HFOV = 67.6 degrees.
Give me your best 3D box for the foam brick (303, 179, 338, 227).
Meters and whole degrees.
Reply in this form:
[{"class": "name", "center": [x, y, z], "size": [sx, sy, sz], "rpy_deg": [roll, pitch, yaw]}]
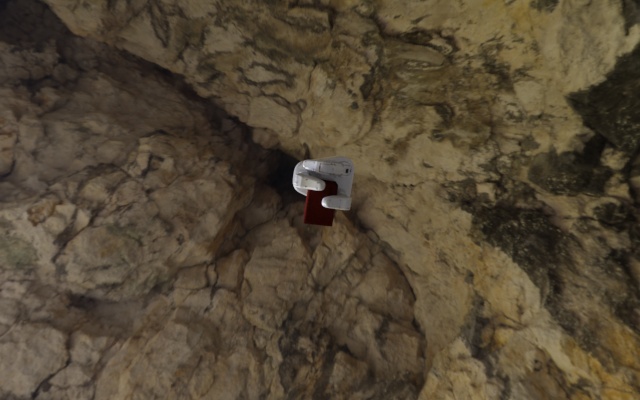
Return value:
[{"class": "foam brick", "center": [0.000, 0.003, 0.863], "size": [0.053, 0.078, 0.051], "rpy_deg": [9, 8, -4]}]
